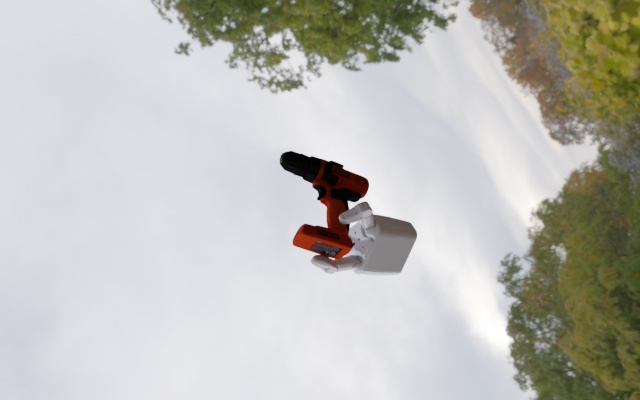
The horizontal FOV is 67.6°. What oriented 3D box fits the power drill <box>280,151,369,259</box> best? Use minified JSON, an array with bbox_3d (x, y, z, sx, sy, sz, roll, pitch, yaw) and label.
[{"bbox_3d":[0.000,0.003,0.883,0.184,0.187,0.057,19,-35,-14],"label":"power drill"}]
